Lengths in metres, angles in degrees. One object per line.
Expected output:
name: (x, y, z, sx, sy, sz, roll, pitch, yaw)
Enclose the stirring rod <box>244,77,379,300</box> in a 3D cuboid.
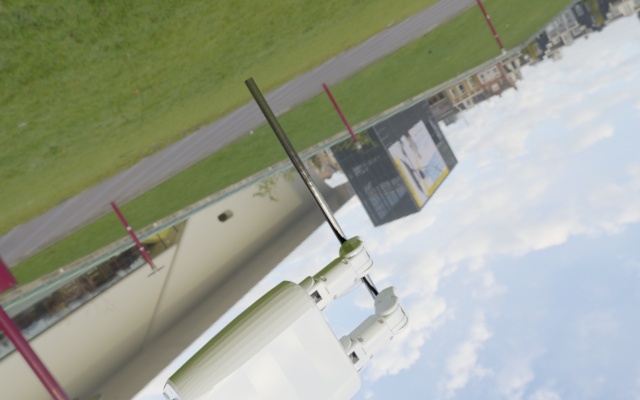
stirring rod: (0.000, 0.001, 0.416, 0.011, 0.239, 0.011, -30, 8, 4)
